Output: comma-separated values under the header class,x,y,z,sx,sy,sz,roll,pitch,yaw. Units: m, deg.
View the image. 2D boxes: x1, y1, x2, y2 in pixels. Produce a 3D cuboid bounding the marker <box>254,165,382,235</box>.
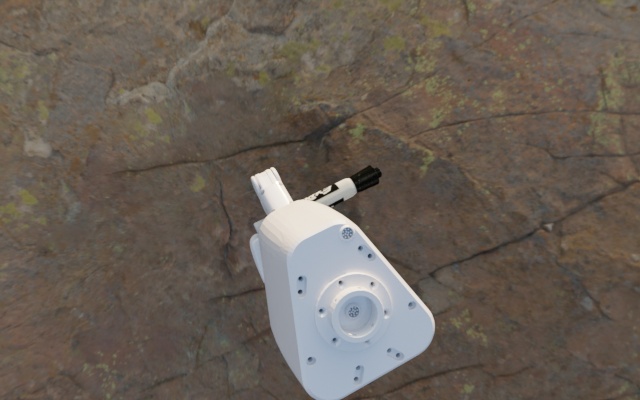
class,x,y,z,sx,sy,sz,roll,pitch,yaw
marker,0.000,0.001,0.417,0.121,0.020,0.020,-27,5,-10
